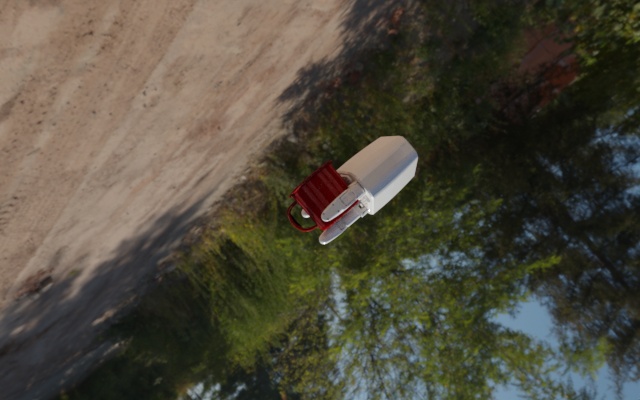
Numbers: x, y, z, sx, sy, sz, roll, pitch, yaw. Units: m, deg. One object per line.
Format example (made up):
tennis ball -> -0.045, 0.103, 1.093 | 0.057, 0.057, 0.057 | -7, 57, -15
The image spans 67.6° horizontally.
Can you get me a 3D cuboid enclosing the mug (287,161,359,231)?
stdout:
mug -> -0.001, 0.004, 0.780 | 0.117, 0.081, 0.093 | -40, -2, -8
